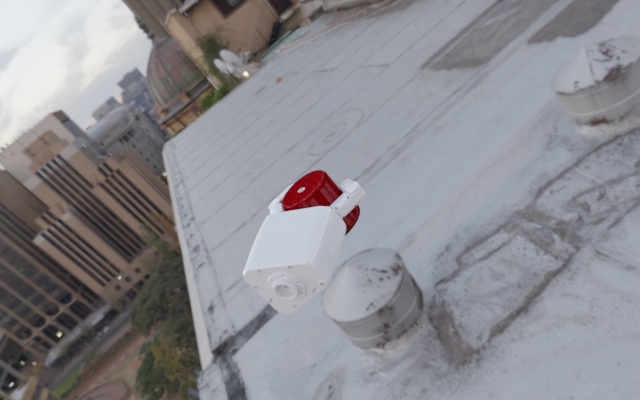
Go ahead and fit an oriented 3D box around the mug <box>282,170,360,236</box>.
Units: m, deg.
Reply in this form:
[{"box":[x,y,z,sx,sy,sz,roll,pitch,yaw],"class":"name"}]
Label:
[{"box":[0.000,0.001,0.713,0.093,0.081,0.117,-26,27,30],"class":"mug"}]
